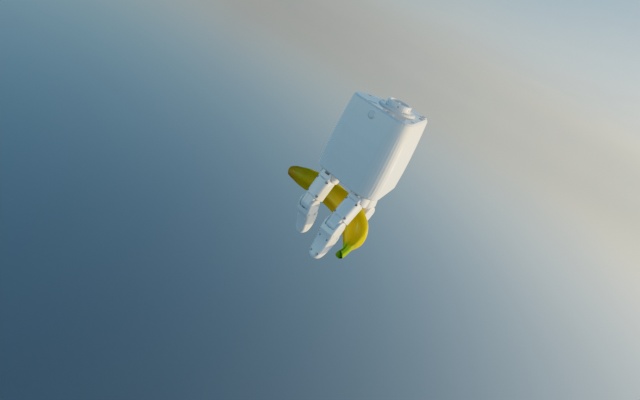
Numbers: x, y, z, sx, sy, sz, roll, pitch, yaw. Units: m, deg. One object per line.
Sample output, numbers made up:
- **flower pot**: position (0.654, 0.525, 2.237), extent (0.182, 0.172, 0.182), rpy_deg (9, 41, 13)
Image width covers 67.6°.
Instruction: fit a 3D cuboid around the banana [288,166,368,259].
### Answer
- **banana**: position (0.017, 0.005, 0.681), extent (0.069, 0.037, 0.197), rpy_deg (3, 35, -30)
